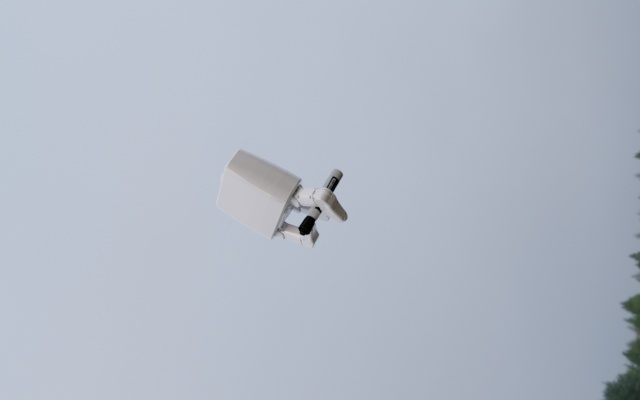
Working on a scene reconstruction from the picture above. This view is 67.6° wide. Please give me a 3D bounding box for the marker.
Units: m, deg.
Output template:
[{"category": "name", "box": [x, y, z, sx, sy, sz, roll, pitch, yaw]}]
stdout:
[{"category": "marker", "box": [0.000, 0.002, 0.698, 0.020, 0.121, 0.020, 22, -32, 14]}]
